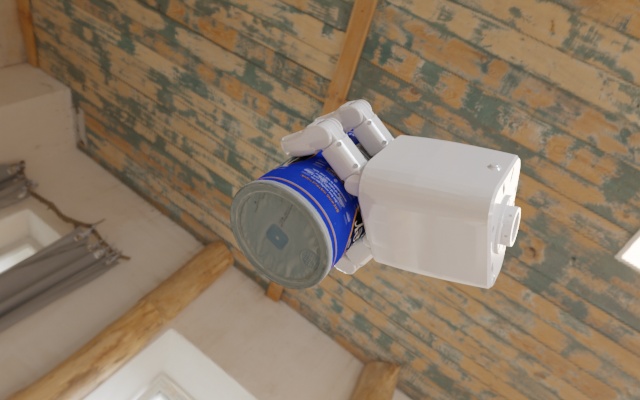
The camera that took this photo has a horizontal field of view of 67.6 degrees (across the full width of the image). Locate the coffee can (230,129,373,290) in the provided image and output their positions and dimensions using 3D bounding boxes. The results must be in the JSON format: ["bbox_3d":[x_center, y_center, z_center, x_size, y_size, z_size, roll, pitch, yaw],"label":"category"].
[{"bbox_3d":[0.000,0.002,0.448,0.103,0.103,0.140,0,26,36],"label":"coffee can"}]
